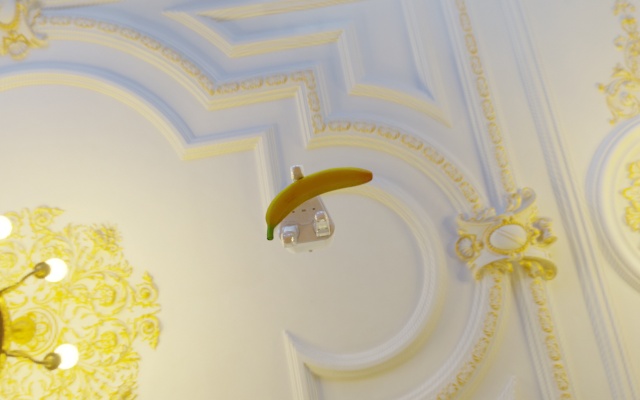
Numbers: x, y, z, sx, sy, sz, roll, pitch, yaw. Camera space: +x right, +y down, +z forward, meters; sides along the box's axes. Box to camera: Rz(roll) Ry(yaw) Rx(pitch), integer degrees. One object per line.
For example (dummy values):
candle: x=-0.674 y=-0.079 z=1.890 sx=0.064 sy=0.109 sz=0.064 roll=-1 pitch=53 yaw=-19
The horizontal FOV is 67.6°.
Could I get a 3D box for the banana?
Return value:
banana: x=-0.013 y=-0.010 z=0.763 sx=0.198 sy=0.069 sz=0.037 roll=-32 pitch=-21 yaw=-9
